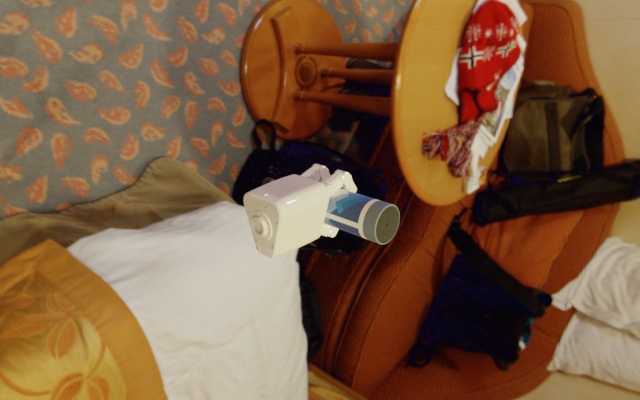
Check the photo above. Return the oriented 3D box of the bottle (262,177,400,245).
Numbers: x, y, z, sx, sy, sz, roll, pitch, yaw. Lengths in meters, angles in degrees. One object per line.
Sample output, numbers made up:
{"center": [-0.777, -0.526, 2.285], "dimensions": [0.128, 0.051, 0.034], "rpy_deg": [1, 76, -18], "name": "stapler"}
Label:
{"center": [0.000, 0.003, 0.848], "dimensions": [0.295, 0.069, 0.069], "rpy_deg": [18, 12, 40], "name": "bottle"}
